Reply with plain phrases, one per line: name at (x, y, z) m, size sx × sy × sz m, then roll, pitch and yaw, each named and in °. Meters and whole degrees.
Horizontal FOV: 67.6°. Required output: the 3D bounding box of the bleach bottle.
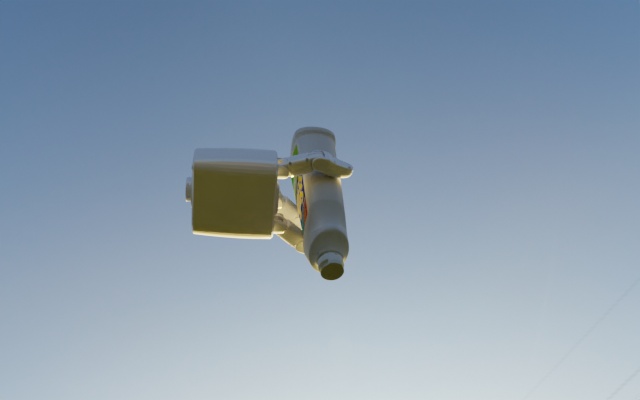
bleach bottle at (0.000, 0.002, 0.649) m, size 0.068 × 0.103 × 0.250 m, roll 3°, pitch 36°, yaw -11°
